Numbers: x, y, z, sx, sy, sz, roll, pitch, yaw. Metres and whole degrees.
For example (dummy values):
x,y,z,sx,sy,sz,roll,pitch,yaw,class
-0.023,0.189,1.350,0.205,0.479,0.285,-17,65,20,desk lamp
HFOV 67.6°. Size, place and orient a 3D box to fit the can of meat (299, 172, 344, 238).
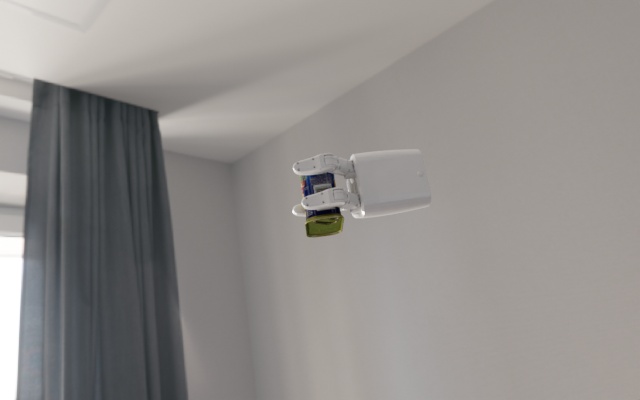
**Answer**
x,y,z,sx,sy,sz,roll,pitch,yaw,class
0.000,0.002,0.727,0.057,0.084,0.102,-8,-18,-2,can of meat
